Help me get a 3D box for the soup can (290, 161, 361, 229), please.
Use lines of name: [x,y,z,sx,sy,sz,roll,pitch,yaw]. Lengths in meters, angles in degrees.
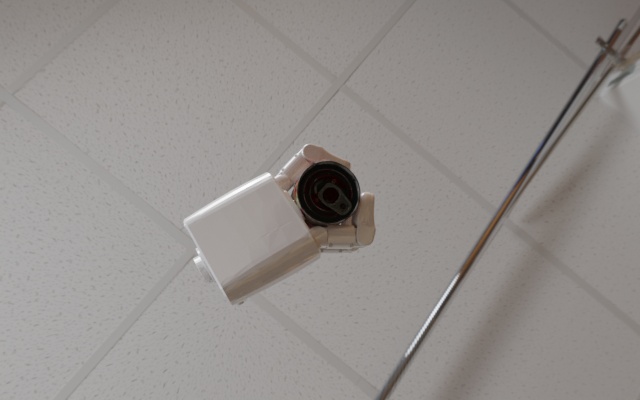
soup can: [0.000,0.001,0.542,0.068,0.068,0.102,0,-12,-10]
